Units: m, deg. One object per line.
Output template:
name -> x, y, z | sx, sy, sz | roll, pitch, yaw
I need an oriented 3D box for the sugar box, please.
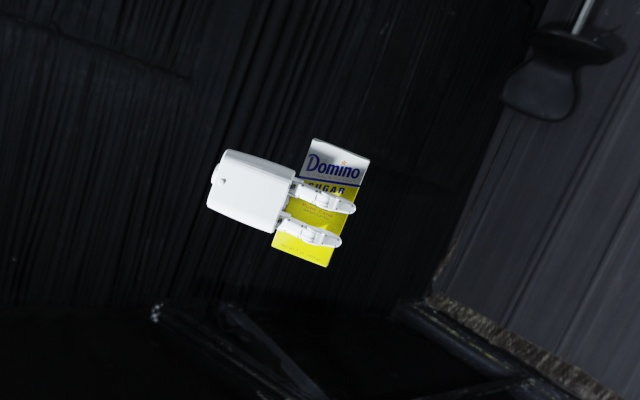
sugar box -> 0.000, 0.003, 0.731 | 0.093, 0.176, 0.048 | 21, 9, -2
